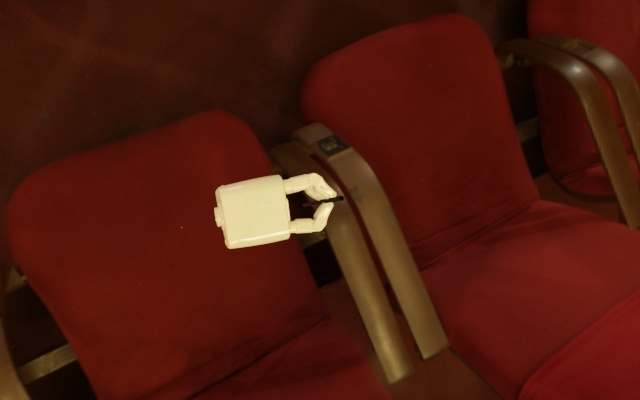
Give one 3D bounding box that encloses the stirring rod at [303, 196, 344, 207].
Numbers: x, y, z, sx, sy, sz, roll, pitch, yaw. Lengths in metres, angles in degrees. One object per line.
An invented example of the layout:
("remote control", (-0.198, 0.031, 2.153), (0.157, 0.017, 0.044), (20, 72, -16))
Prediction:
("stirring rod", (0.000, 0.003, 0.876), (0.011, 0.011, 0.239), (0, -3, -16))
